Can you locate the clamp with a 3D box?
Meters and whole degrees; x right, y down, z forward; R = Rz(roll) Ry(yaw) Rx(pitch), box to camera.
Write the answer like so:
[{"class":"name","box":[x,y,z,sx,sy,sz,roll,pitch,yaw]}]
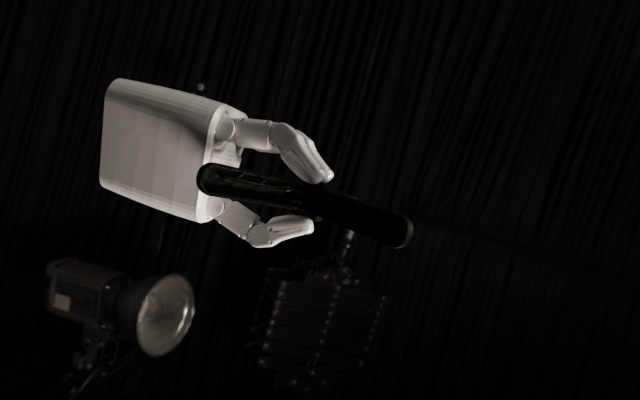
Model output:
[{"class":"clamp","box":[0.000,0.002,0.436,0.164,0.036,0.210,17,4,7]}]
